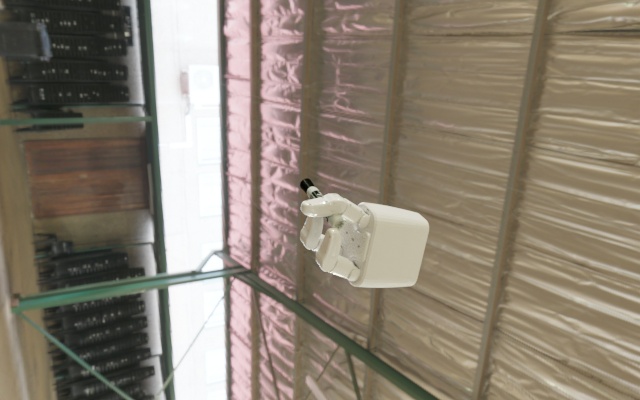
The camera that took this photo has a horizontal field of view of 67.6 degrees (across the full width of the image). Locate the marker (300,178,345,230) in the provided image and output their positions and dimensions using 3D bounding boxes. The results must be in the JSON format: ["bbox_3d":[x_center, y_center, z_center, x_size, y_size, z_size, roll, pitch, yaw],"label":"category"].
[{"bbox_3d":[0.000,0.002,0.667,0.020,0.020,0.121,0,29,-28],"label":"marker"}]
